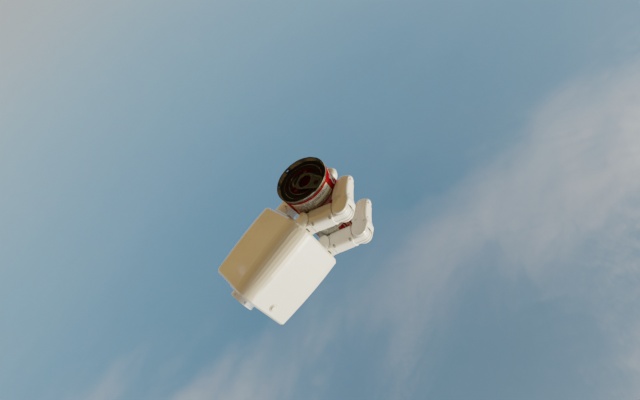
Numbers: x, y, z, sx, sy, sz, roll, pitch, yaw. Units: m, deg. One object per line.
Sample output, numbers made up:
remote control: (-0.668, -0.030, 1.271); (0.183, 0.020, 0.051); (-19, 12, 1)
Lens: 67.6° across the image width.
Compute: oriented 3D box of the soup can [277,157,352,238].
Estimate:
soup can: (0.000, 0.002, 0.610); (0.068, 0.068, 0.102); (0, -34, 35)
